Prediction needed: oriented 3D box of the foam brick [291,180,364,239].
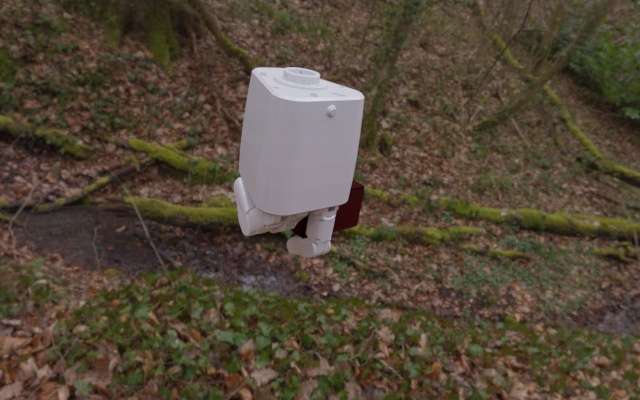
[{"bbox_3d":[0.000,0.002,0.519,0.078,0.051,0.053,-11,31,-36],"label":"foam brick"}]
